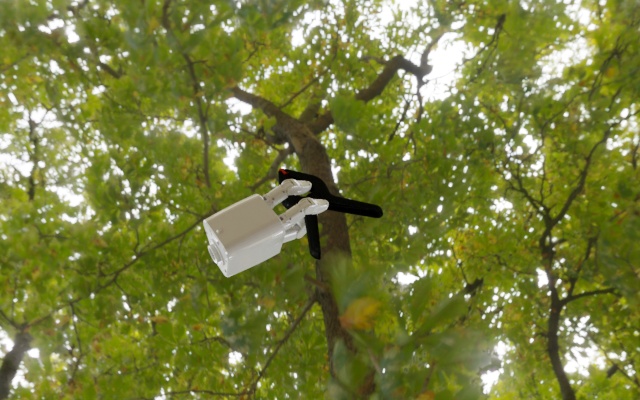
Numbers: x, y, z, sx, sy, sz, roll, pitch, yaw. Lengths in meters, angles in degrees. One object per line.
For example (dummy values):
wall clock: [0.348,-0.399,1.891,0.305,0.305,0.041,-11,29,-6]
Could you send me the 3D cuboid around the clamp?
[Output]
clamp: [0.000,0.003,0.880,0.164,0.036,0.210,-25,52,-26]
